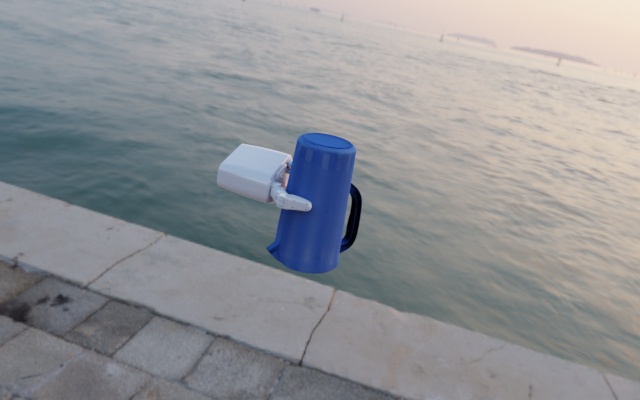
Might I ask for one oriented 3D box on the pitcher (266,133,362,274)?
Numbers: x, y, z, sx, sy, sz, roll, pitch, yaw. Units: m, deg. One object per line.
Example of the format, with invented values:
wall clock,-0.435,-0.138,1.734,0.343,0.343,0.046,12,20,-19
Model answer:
pitcher,0.000,0.003,0.896,0.145,0.243,0.149,17,22,13
